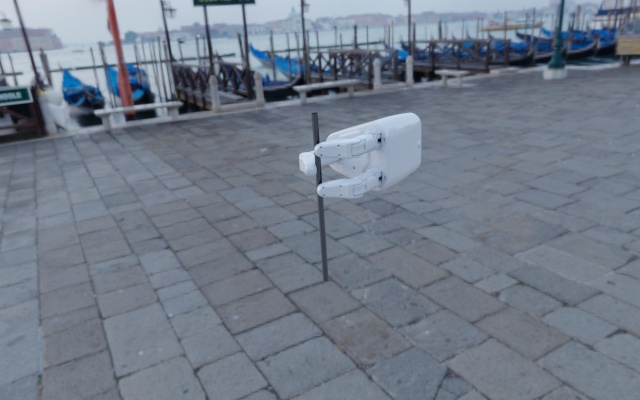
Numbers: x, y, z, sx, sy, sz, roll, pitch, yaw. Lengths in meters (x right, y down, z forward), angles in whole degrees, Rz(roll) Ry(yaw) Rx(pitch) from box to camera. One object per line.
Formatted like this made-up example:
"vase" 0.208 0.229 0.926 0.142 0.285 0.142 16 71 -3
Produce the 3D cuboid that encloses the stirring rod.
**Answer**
"stirring rod" 0.000 0.002 0.646 0.011 0.240 0.011 -3 20 1
